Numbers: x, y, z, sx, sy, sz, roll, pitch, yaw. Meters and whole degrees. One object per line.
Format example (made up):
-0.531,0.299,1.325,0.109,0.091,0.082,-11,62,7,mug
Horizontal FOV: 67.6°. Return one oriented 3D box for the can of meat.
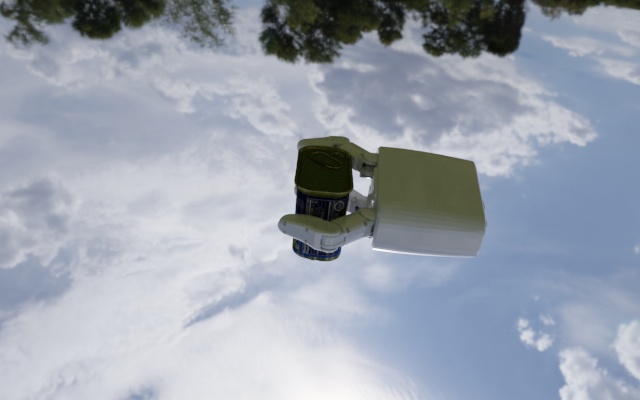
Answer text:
0.000,0.002,0.502,0.057,0.084,0.102,5,31,-2,can of meat
